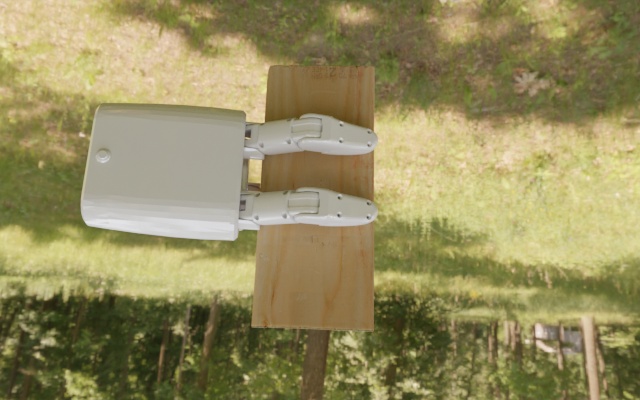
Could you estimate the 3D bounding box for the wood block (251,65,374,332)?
[{"bbox_3d":[0.000,0.002,0.401,0.090,0.206,0.091,1,-14,4],"label":"wood block"}]
